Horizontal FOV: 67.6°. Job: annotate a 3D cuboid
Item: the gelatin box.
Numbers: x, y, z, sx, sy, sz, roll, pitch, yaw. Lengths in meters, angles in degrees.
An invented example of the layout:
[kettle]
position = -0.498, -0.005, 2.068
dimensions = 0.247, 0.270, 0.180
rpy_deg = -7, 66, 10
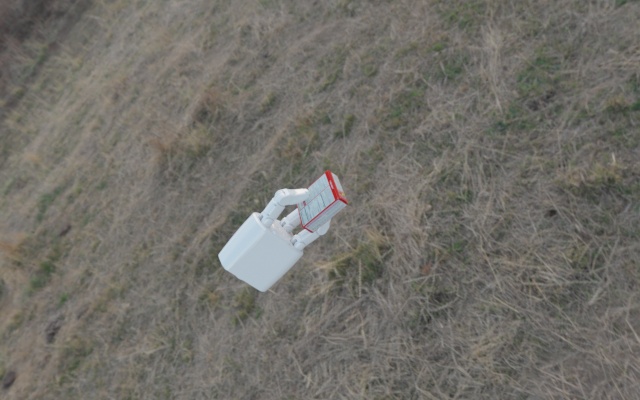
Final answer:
[gelatin box]
position = 0.000, 0.002, 0.836
dimensions = 0.089, 0.073, 0.030
rpy_deg = -41, -48, 22
